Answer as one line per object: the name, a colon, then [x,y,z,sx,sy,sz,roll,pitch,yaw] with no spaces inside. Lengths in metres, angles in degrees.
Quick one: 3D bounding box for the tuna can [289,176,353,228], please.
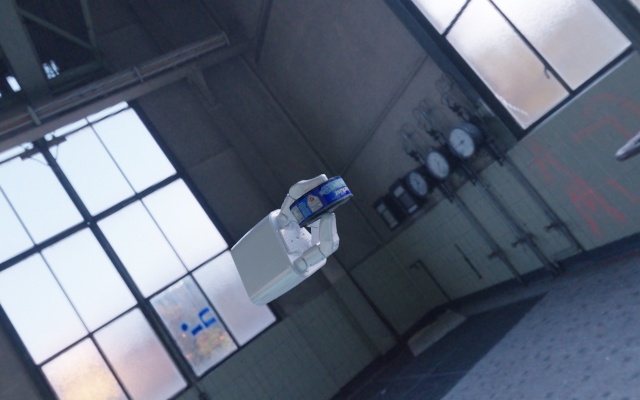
tuna can: [0.000,0.002,0.659,0.086,0.033,0.086,-31,-6,-4]
